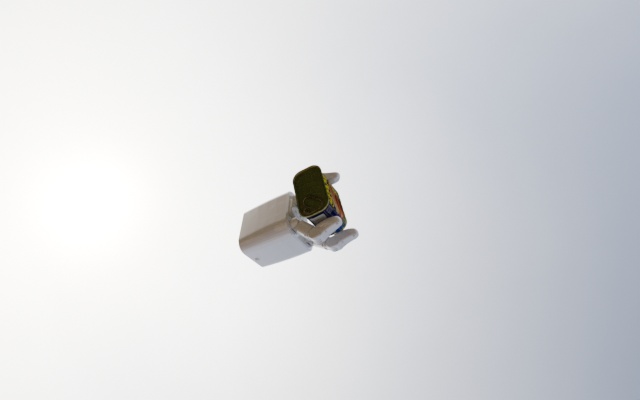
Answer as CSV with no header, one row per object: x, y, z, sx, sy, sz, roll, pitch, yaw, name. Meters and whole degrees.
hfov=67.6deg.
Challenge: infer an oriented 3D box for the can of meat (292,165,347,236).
0.000,0.003,0.840,0.057,0.102,0.084,-26,-40,14,can of meat
